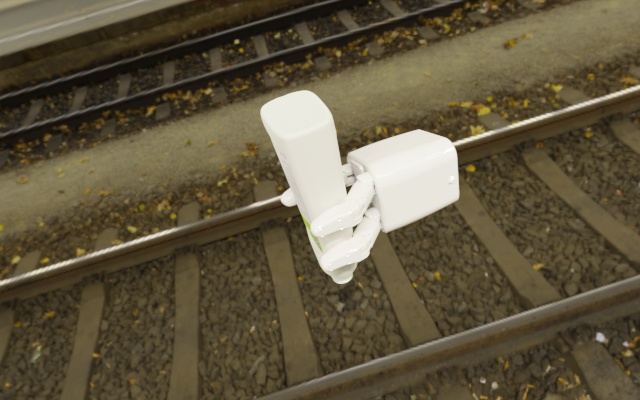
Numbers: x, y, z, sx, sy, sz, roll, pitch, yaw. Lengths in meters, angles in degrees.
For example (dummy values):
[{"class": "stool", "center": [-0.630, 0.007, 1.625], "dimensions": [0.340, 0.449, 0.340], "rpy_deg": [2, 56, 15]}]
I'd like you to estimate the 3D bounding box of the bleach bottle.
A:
[{"class": "bleach bottle", "center": [0.000, 0.002, 0.581], "dimensions": [0.068, 0.251, 0.102], "rpy_deg": [-22, 38, -8]}]
